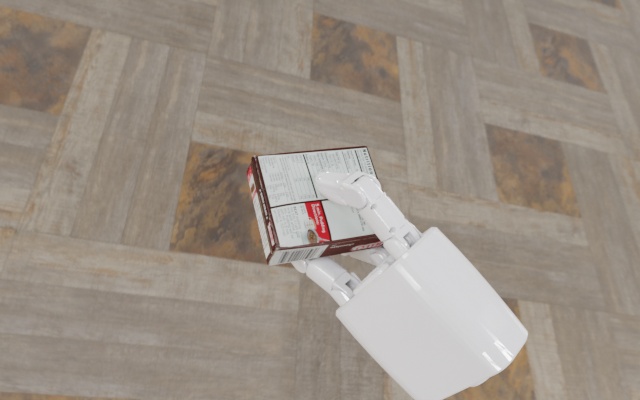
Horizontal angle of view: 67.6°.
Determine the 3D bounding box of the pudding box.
[{"bbox_3d":[0.000,0.001,0.418,0.113,0.090,0.039,-6,-24,-24],"label":"pudding box"}]
